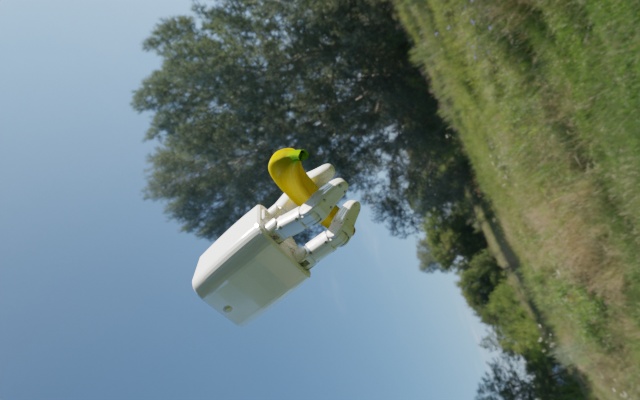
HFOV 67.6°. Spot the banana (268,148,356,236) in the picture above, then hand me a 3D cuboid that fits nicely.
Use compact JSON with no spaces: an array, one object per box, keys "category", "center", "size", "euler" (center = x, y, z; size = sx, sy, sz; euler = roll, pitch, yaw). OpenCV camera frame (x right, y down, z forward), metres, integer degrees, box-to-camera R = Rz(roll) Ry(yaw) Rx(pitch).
[{"category":"banana","center":[-0.014,-0.008,0.570],"size":[0.069,0.037,0.198],"euler":[34,-10,33]}]
